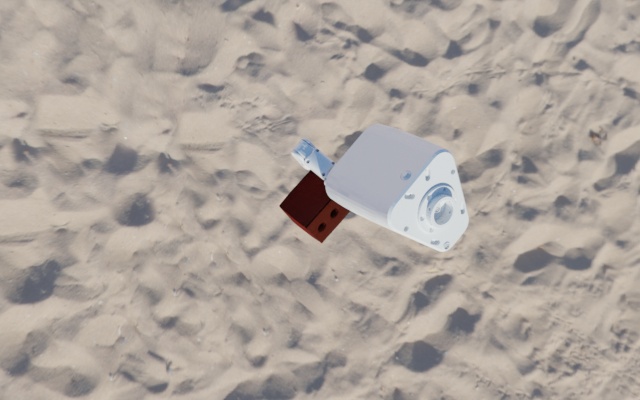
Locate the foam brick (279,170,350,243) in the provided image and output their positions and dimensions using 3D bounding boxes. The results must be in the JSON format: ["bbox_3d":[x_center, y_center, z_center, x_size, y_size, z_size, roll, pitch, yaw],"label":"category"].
[{"bbox_3d":[0.000,0.002,0.574,0.051,0.078,0.053,38,-6,31],"label":"foam brick"}]
